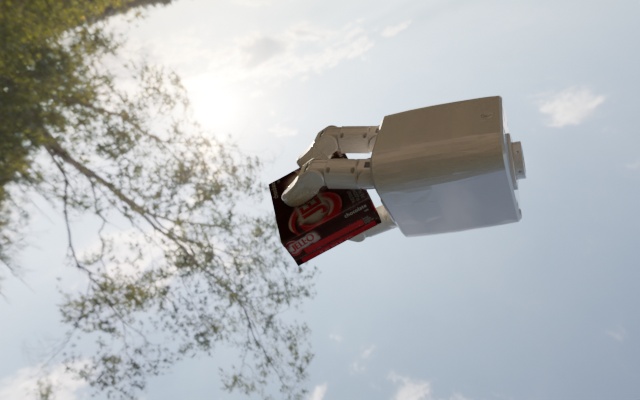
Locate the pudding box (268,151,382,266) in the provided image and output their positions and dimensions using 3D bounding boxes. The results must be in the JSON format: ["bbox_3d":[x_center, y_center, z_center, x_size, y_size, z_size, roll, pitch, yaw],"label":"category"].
[{"bbox_3d":[0.000,0.002,0.472,0.090,0.039,0.113,-28,31,4],"label":"pudding box"}]
